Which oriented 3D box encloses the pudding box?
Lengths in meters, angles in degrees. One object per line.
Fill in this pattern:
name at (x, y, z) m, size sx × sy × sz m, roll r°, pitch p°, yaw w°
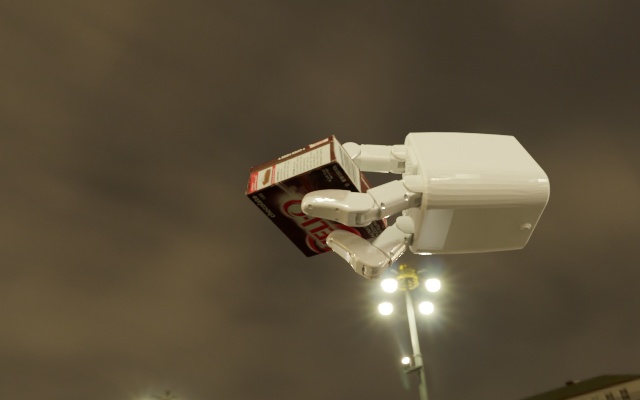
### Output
pudding box at (0.000, 0.001, 0.442) m, size 0.090 × 0.039 × 0.113 m, roll -20°, pitch -47°, yaw 21°
